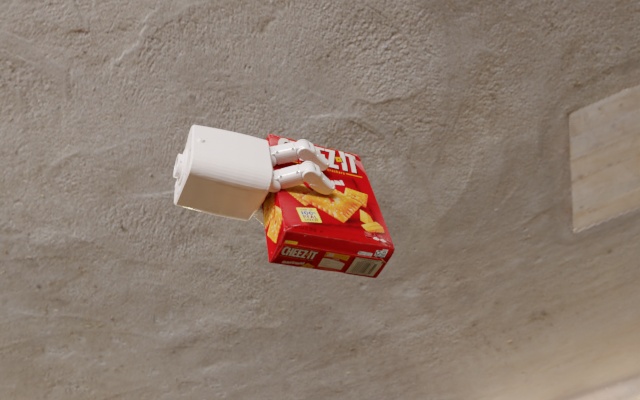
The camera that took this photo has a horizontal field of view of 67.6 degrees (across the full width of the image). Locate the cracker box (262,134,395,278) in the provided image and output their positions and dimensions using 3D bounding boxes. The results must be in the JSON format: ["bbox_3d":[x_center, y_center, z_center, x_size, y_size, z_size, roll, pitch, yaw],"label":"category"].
[{"bbox_3d":[0.000,0.003,0.698,0.164,0.072,0.213,12,39,-23],"label":"cracker box"}]
